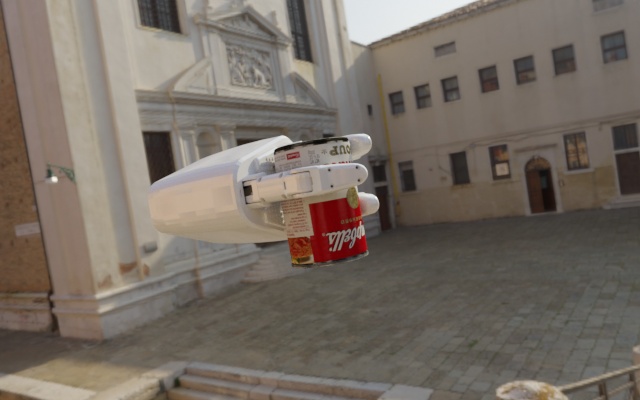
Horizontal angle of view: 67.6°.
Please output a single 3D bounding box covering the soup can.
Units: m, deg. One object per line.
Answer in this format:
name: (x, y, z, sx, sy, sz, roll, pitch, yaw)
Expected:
soup can: (0.000, 0.001, 0.413, 0.068, 0.102, 0.068, -9, 1, 0)
